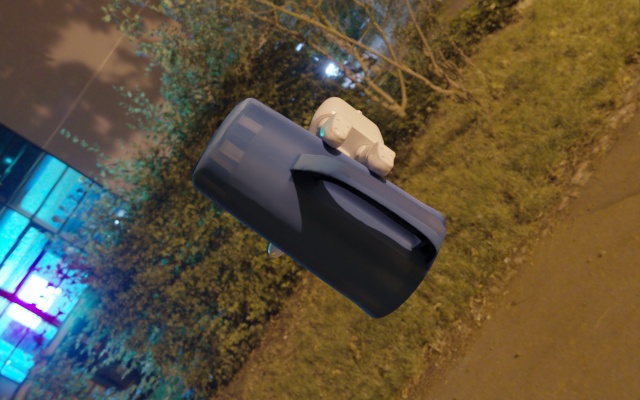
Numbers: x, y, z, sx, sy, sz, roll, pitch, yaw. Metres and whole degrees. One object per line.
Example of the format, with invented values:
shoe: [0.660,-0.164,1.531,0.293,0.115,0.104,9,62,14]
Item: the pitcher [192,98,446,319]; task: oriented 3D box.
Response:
pitcher: [0.000,0.002,0.486,0.243,0.149,0.145,34,24,-9]
